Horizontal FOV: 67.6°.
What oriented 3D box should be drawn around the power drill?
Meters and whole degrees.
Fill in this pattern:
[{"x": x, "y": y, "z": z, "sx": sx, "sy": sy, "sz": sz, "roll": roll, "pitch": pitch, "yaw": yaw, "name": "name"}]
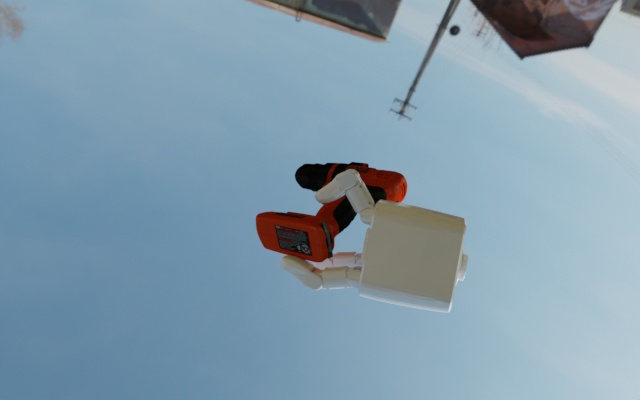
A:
[{"x": 0.000, "y": 0.002, "z": 0.649, "sx": 0.184, "sy": 0.057, "sz": 0.187, "roll": 8, "pitch": 33, "yaw": 36, "name": "power drill"}]
